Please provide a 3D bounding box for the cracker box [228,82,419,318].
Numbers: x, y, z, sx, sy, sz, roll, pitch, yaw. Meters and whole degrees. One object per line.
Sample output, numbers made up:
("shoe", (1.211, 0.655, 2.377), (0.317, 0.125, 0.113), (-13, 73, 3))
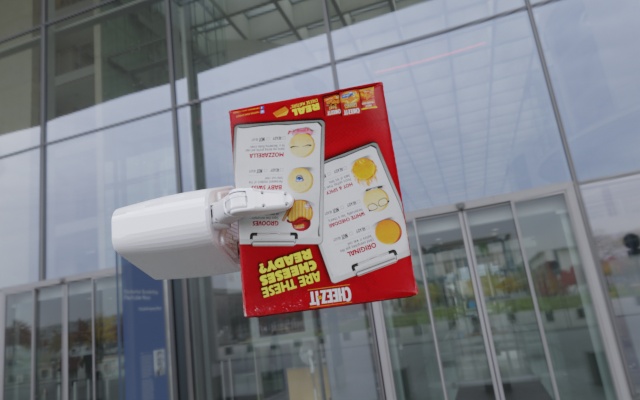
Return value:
("cracker box", (0.000, 0.001, 0.490), (0.164, 0.213, 0.072), (-9, -14, 8))
